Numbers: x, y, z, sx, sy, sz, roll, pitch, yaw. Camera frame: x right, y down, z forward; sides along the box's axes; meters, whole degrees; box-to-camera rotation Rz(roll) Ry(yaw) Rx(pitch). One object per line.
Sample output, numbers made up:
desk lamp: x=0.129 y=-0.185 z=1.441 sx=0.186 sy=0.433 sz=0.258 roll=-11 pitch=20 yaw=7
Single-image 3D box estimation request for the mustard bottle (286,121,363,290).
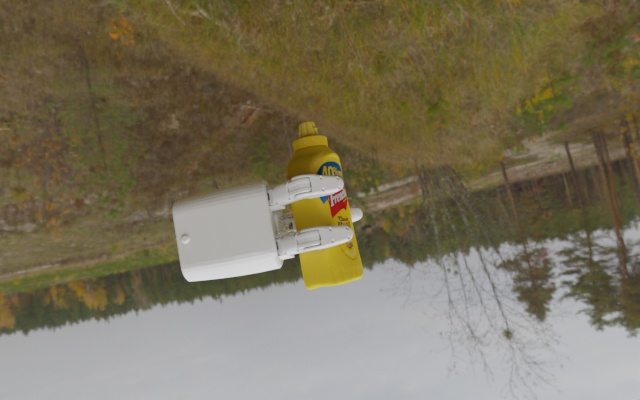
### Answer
mustard bottle: x=0.000 y=0.002 z=0.556 sx=0.058 sy=0.191 sz=0.096 roll=-15 pitch=-8 yaw=27
